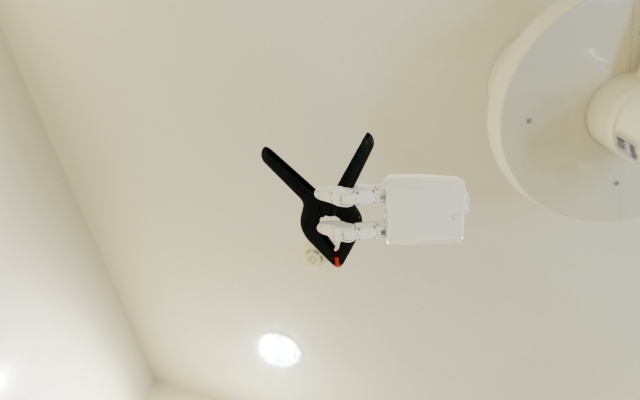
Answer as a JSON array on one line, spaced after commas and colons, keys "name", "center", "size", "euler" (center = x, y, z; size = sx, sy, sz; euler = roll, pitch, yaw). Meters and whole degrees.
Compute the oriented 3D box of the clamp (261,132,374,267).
[{"name": "clamp", "center": [0.001, 0.003, 0.714], "size": [0.164, 0.210, 0.036], "euler": [1, 24, 12]}]
